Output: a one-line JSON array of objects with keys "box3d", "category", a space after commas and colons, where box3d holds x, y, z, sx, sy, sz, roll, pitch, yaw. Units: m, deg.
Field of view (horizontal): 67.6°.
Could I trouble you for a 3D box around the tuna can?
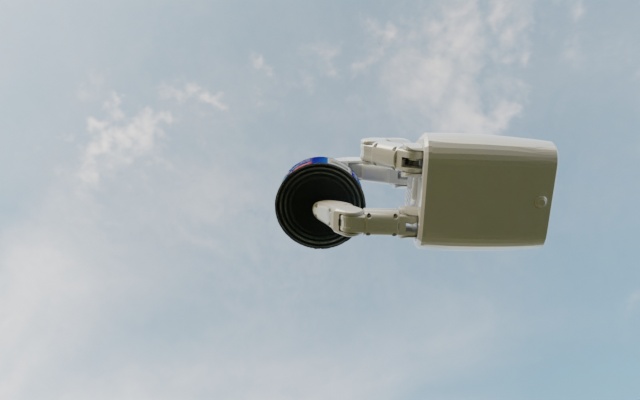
[{"box3d": [0.000, 0.001, 0.464, 0.086, 0.086, 0.033, 0, 18, 1], "category": "tuna can"}]
